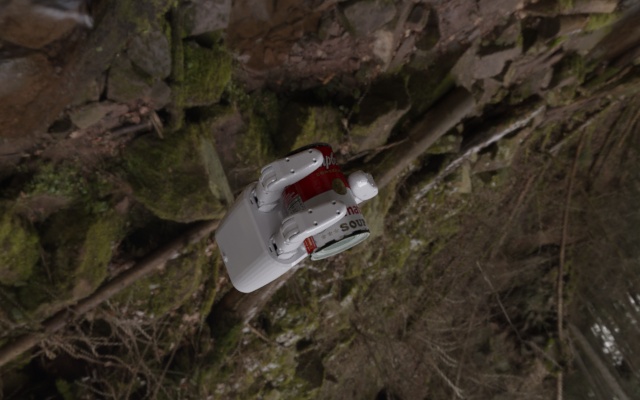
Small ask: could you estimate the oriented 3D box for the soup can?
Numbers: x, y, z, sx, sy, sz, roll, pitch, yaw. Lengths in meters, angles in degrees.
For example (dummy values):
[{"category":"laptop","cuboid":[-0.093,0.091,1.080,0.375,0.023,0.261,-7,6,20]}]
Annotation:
[{"category":"soup can","cuboid":[0.001,0.002,0.488,0.068,0.102,0.068,-22,-15,-6]}]
